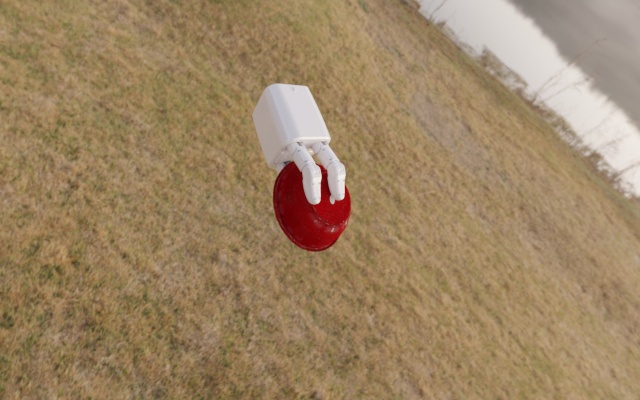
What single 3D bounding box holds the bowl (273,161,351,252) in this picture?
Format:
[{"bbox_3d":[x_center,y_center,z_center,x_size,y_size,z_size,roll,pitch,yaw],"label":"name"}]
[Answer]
[{"bbox_3d":[0.001,0.004,0.799,0.162,0.162,0.055,0,-12,-43],"label":"bowl"}]
